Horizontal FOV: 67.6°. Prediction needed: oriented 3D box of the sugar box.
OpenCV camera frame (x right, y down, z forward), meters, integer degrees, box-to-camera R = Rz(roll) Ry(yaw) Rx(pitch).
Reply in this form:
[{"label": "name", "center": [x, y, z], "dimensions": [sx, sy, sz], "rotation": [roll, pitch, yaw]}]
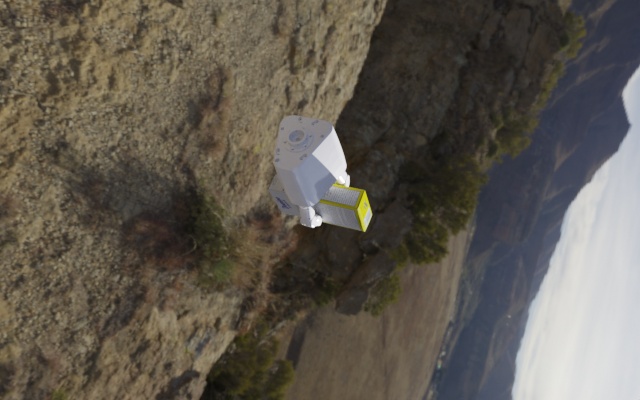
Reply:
[{"label": "sugar box", "center": [0.000, 0.002, 0.875], "dimensions": [0.176, 0.048, 0.093], "rotation": [15, -26, 22]}]
